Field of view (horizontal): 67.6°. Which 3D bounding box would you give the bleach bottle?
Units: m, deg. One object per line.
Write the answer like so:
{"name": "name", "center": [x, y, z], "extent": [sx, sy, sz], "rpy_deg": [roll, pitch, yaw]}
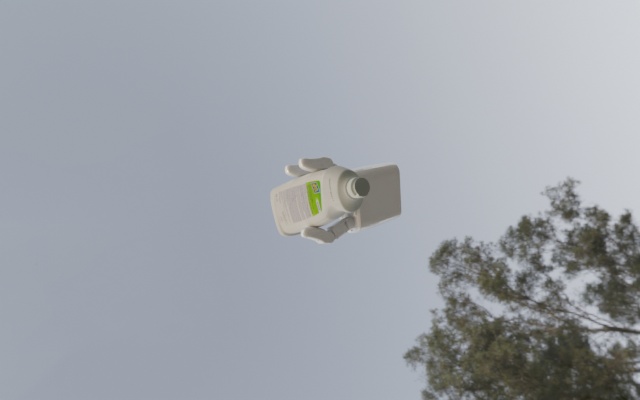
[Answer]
{"name": "bleach bottle", "center": [0.000, 0.003, 0.803], "extent": [0.068, 0.102, 0.251], "rpy_deg": [-16, 2, -31]}
